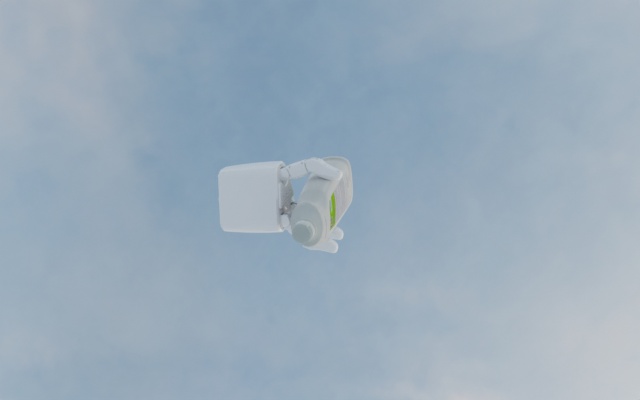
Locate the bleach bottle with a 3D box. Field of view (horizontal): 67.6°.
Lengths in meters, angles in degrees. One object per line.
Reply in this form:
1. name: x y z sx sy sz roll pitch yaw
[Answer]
1. bleach bottle: 0.000 0.003 0.779 0.068 0.102 0.250 -3 16 14
